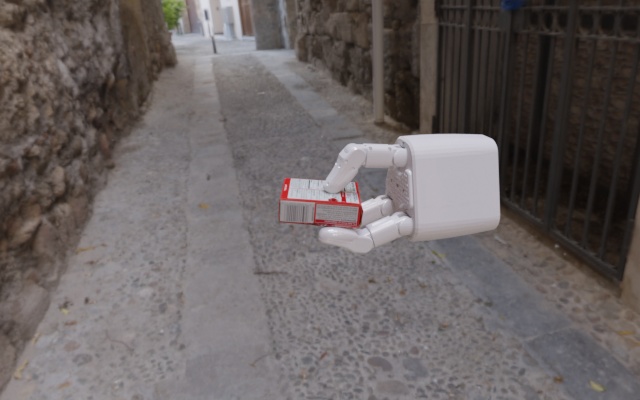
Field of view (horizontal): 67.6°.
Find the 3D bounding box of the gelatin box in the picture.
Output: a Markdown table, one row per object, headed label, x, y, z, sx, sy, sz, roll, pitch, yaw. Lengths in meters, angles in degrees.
| label | x | y | z | sx | sy | sz | roll | pitch | yaw |
| --- | --- | --- | --- | --- | --- | --- | --- | --- | --- |
| gelatin box | 0.000 | 0.001 | 0.533 | 0.089 | 0.030 | 0.073 | 4 | 21 | -2 |
